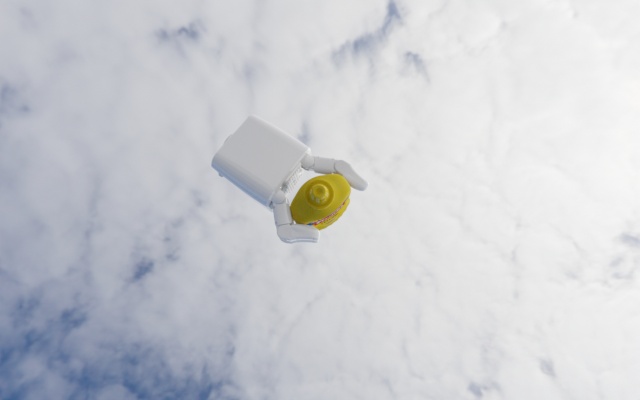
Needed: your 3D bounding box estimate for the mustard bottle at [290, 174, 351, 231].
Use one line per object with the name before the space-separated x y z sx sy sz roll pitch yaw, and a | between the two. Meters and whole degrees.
mustard bottle | 0.000 0.003 0.711 0.096 0.058 0.192 -31 -9 -3
